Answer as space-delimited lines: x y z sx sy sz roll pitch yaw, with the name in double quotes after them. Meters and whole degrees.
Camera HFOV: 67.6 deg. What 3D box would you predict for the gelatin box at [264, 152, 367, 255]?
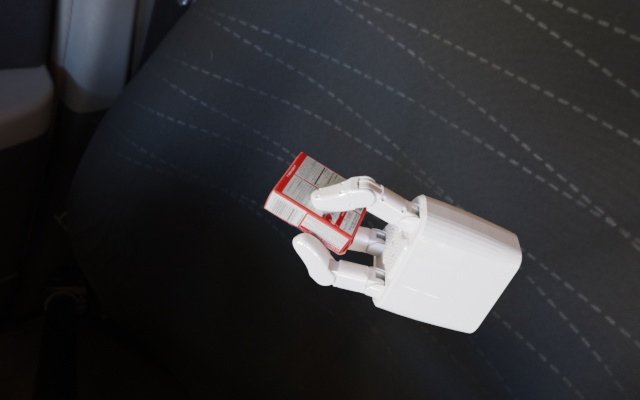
0.000 0.001 0.469 0.089 0.030 0.073 32 41 -2 "gelatin box"
